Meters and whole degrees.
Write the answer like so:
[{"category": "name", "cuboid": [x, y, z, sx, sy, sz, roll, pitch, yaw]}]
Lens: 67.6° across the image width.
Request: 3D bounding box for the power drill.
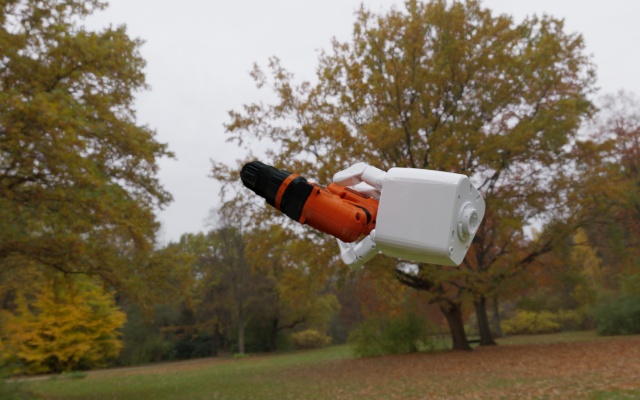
[{"category": "power drill", "cuboid": [0.001, 0.002, 0.664, 0.184, 0.057, 0.187, 29, 10, 23]}]
